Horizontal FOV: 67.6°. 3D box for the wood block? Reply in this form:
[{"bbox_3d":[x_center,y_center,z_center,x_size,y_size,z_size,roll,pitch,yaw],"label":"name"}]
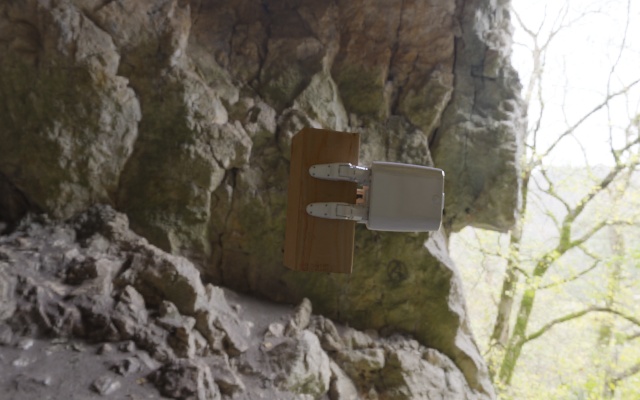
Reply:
[{"bbox_3d":[0.000,0.002,0.730,0.090,0.206,0.091,5,-3,-14],"label":"wood block"}]
